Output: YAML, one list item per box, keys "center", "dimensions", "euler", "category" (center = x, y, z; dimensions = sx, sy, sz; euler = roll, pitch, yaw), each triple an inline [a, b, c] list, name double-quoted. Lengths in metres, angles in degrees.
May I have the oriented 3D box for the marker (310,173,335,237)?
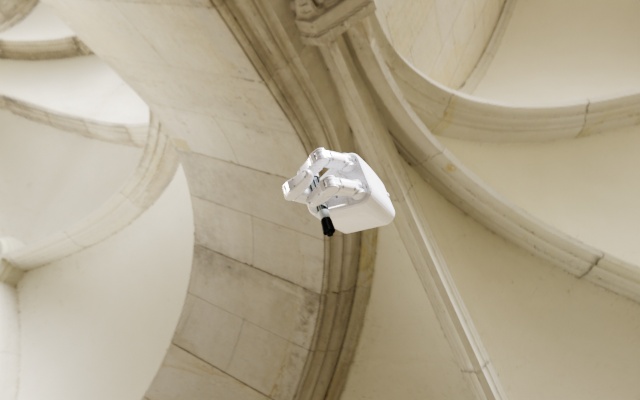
- center: [0.000, 0.002, 0.730]
  dimensions: [0.020, 0.121, 0.020]
  euler: [-12, -33, -8]
  category: "marker"
